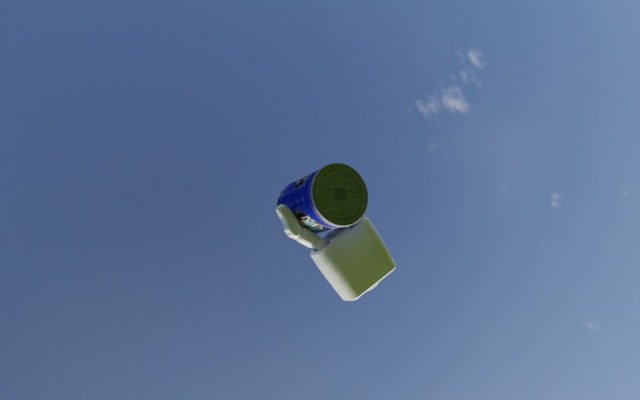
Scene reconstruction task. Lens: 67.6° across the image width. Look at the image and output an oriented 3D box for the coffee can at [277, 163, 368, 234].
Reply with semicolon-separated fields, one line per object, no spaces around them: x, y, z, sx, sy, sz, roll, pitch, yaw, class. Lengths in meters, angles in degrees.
0.000;0.003;0.813;0.103;0.103;0.140;0;-10;-29;coffee can
